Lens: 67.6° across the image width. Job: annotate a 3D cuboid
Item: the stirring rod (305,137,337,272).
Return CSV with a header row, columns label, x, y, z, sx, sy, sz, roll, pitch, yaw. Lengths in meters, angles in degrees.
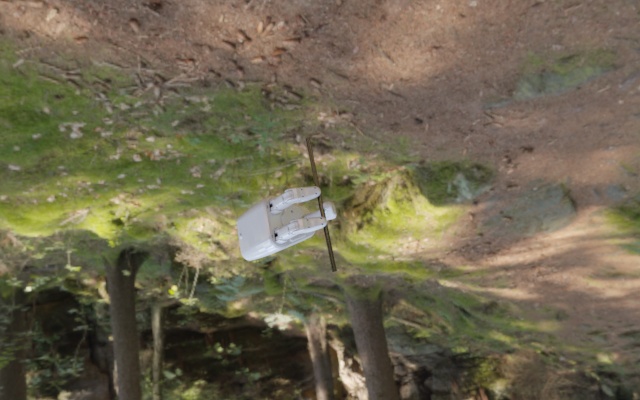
label,x,y,z,sx,sy,sz,roll,pitch,yaw
stirring rod,0.000,0.003,0.815,0.011,0.239,0.011,-11,-16,-3
